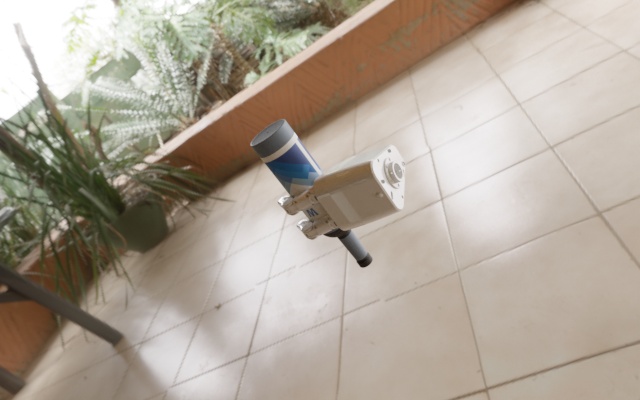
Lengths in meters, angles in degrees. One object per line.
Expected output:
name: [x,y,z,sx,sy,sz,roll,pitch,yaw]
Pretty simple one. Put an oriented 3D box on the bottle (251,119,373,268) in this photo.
bottle: [0.000,0.002,0.793,0.069,0.296,0.069,-30,24,15]
